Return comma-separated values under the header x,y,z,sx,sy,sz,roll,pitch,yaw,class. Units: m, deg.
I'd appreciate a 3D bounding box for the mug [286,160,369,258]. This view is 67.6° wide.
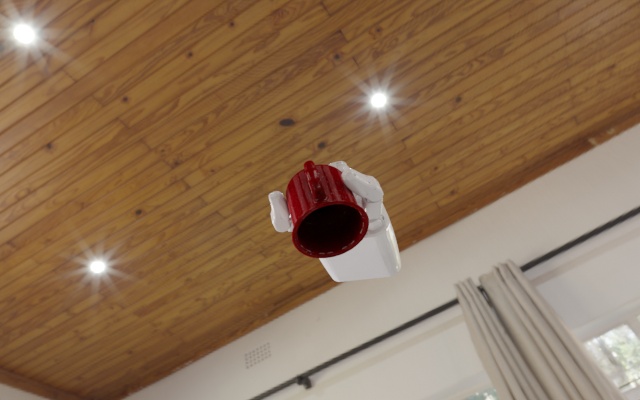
x,y,z,sx,sy,sz,roll,pitch,yaw,class
0.000,0.001,0.576,0.093,0.117,0.081,-20,44,1,mug
